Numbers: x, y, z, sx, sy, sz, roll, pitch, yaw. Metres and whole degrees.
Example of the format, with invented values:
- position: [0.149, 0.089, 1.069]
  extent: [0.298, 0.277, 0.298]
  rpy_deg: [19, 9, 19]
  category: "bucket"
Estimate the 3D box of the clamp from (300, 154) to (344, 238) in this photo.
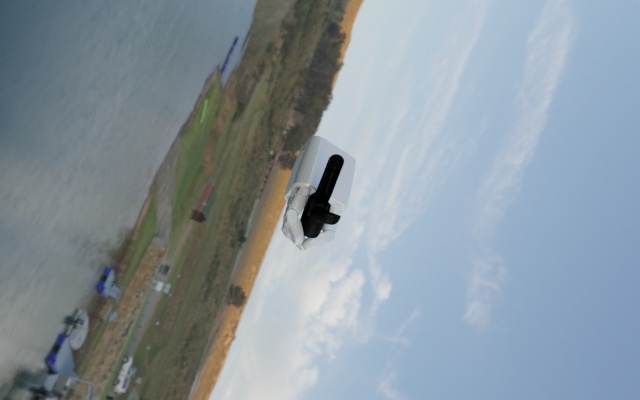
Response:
- position: [0.001, 0.003, 0.784]
  extent: [0.039, 0.120, 0.171]
  rpy_deg: [20, -25, -14]
  category: "clamp"
